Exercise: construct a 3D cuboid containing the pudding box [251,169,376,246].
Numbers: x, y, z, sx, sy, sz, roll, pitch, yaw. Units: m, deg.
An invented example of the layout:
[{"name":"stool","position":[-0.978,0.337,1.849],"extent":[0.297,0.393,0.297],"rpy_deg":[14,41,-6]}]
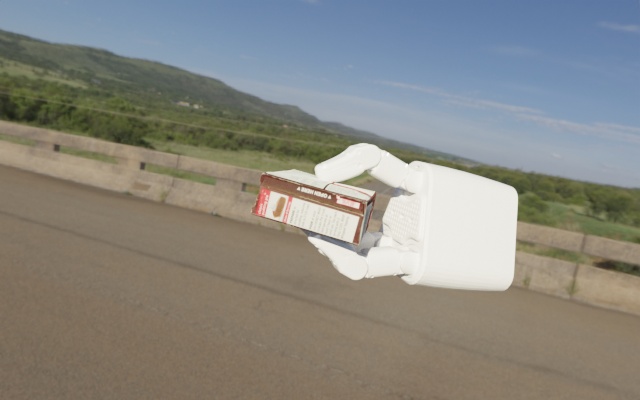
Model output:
[{"name":"pudding box","position":[0.000,0.001,0.419],"extent":[0.090,0.039,0.113],"rpy_deg":[15,6,8]}]
